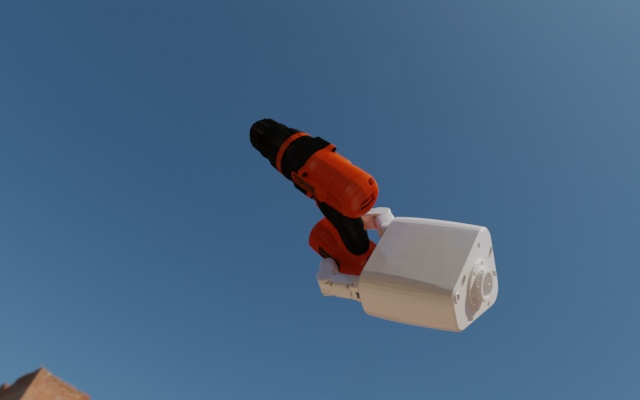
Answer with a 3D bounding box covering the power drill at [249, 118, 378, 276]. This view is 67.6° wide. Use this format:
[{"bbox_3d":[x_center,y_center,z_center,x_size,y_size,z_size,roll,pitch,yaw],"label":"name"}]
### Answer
[{"bbox_3d":[0.000,0.002,0.555,0.184,0.057,0.188,37,-19,38],"label":"power drill"}]
